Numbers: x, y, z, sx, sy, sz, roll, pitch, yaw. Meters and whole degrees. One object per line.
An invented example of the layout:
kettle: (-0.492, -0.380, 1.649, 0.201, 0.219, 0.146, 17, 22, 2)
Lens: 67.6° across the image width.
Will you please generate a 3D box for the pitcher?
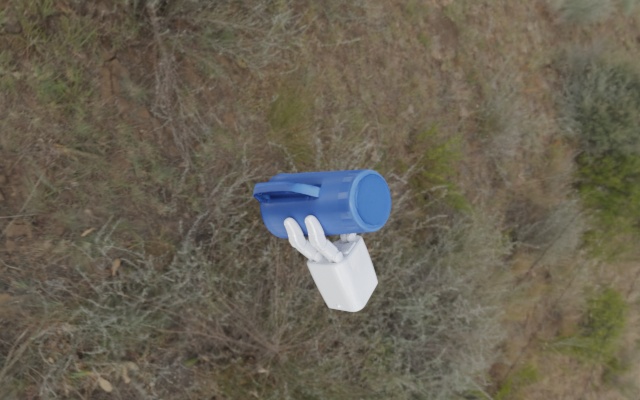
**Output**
pitcher: (0.000, 0.003, 0.887, 0.243, 0.145, 0.149, -4, 23, 47)
